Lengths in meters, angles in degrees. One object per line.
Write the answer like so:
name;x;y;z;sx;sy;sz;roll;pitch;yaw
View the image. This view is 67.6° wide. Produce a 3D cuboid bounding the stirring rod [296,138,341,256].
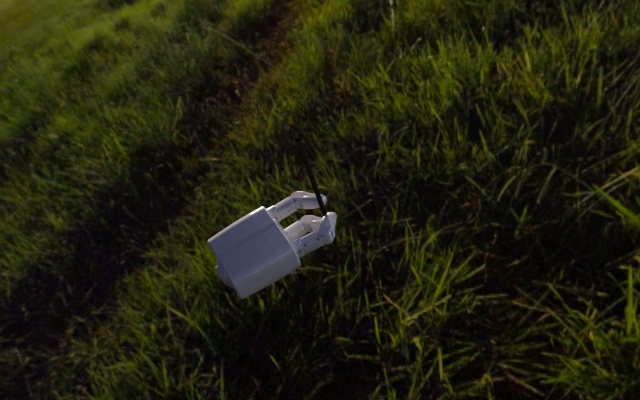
stirring rod;0.000;0.003;0.759;0.011;0.240;0.011;-12;38;10
